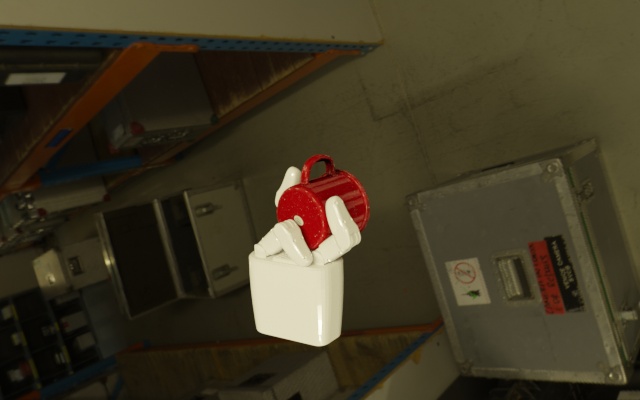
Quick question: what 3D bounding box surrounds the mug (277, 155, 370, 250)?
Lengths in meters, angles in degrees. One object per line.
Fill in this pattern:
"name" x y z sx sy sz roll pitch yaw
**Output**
"mug" 0.000 0.001 0.592 0.093 0.117 0.081 11 20 39
